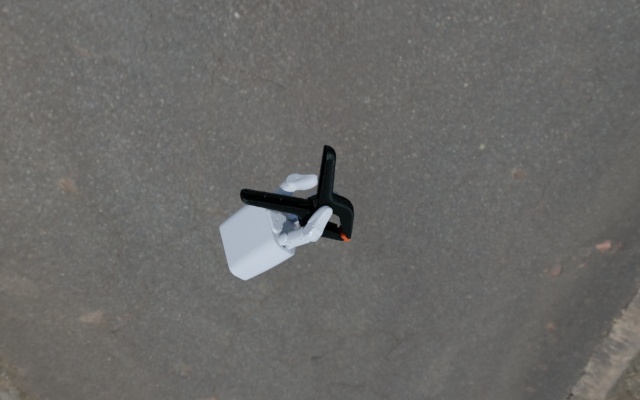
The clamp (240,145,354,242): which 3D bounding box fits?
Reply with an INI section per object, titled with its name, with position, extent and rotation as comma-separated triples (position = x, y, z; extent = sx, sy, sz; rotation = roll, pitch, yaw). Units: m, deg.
[clamp]
position = 0.000, 0.003, 0.764
extent = 0.164, 0.036, 0.210
rotation = -31, -45, 24
